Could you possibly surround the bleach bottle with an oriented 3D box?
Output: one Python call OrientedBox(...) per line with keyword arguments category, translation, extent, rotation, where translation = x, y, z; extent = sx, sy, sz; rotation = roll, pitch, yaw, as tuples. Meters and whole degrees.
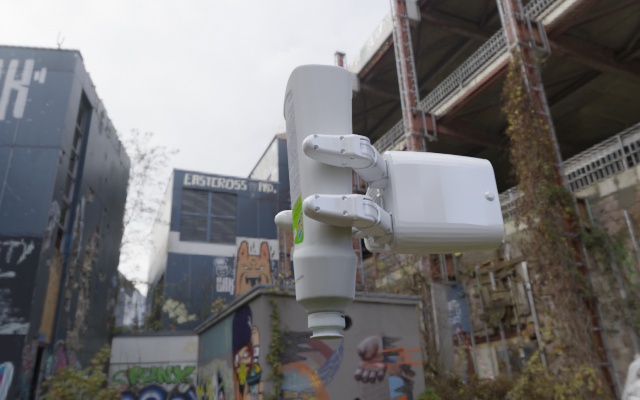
OrientedBox(category="bleach bottle", translation=(0.000, 0.001, 0.451), extent=(0.068, 0.250, 0.103), rotation=(1, -22, -8))
